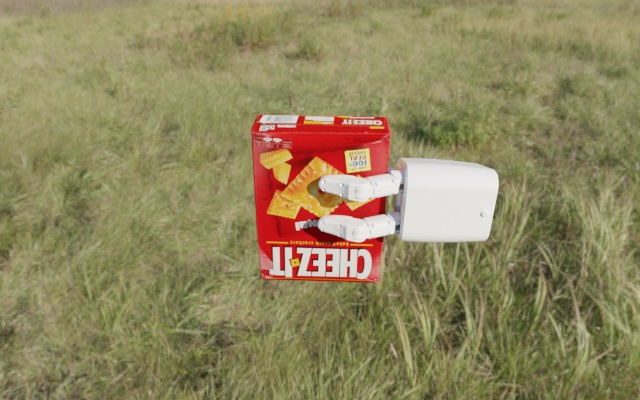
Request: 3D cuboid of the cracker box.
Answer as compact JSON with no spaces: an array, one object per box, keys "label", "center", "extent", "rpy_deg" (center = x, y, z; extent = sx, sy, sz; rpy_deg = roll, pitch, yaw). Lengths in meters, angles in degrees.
[{"label":"cracker box","center":[0.000,0.002,0.614],"extent":[0.164,0.214,0.072],"rpy_deg":[2,27,2]}]
